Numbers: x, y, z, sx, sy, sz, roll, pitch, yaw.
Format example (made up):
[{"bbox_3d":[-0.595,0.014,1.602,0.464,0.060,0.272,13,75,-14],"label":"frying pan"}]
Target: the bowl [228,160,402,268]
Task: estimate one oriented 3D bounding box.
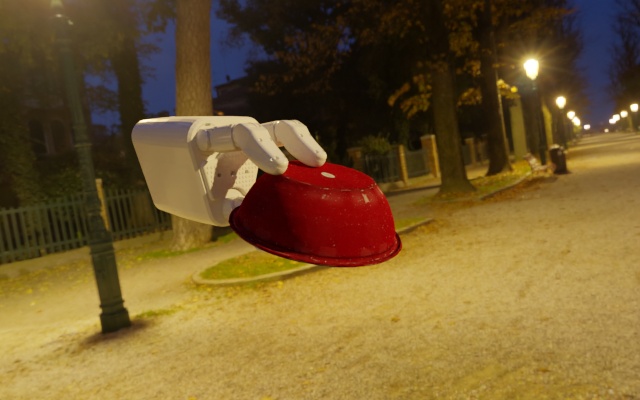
[{"bbox_3d":[0.001,0.001,0.437,0.162,0.055,0.162,9,17,-3],"label":"bowl"}]
